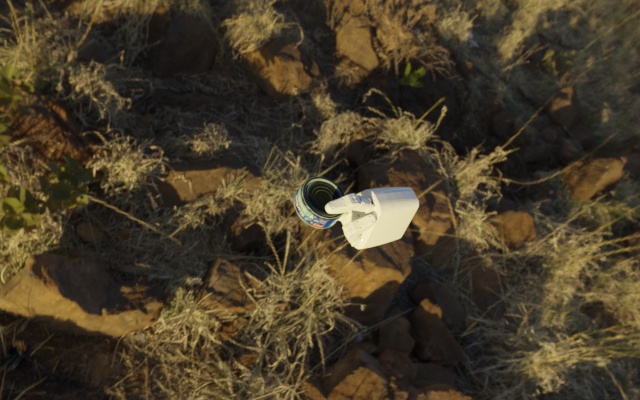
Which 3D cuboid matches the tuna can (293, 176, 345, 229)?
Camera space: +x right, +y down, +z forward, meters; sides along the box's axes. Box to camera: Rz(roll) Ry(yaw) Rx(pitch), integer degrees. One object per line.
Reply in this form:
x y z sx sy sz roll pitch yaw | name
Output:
0.000 0.002 0.806 0.086 0.086 0.034 0 -30 -30 | tuna can
